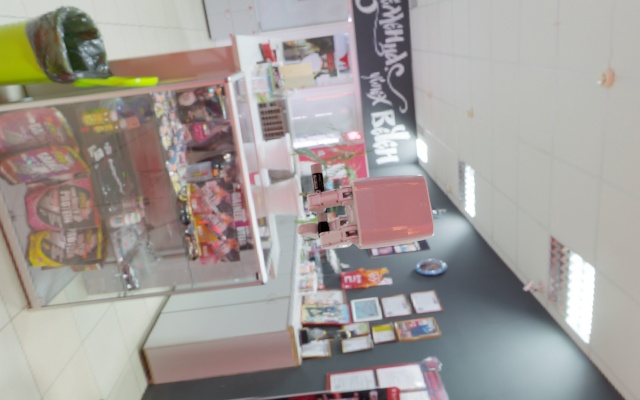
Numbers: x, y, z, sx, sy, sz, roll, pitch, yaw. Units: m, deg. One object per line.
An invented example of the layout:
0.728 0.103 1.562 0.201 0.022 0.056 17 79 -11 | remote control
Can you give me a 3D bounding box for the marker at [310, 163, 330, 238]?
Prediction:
0.000 0.002 0.742 0.020 0.121 0.020 -6 -13 -1 | marker
